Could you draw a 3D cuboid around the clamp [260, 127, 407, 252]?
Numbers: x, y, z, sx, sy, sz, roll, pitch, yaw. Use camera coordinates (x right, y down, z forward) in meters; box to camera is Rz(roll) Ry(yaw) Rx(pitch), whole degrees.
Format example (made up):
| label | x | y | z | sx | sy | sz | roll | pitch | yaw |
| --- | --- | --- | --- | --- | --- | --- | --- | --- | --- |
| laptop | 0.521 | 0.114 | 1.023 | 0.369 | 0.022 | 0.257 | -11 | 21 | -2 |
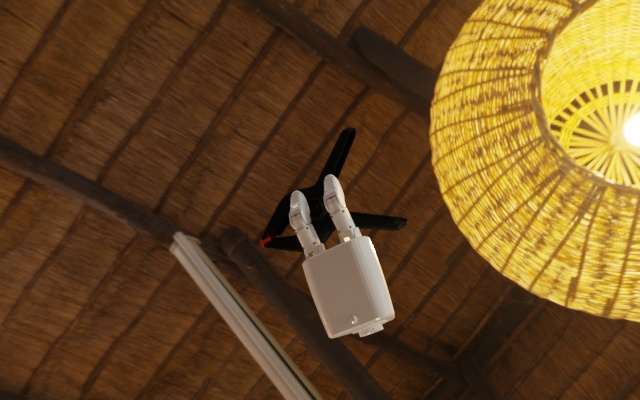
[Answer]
| label | x | y | z | sx | sy | sz | roll | pitch | yaw |
| --- | --- | --- | --- | --- | --- | --- | --- | --- | --- |
| clamp | 0.000 | 0.003 | 0.685 | 0.210 | 0.164 | 0.036 | -26 | -20 | 18 |
